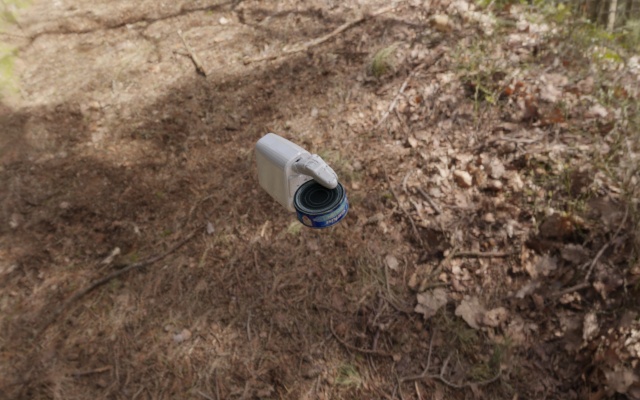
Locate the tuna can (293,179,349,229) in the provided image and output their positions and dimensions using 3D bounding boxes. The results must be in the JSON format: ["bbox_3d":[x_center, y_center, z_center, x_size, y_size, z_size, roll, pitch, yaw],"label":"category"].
[{"bbox_3d":[0.000,0.002,0.761,0.086,0.086,0.034,0,-43,15],"label":"tuna can"}]
